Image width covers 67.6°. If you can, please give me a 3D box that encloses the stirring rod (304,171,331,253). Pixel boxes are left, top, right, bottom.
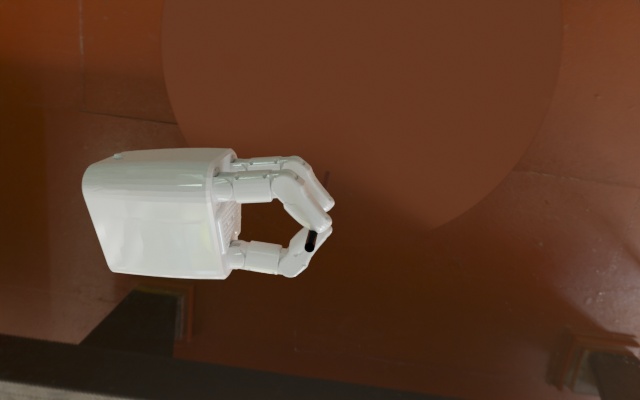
[{"bbox_3d":[0.000,0.002,0.473,0.011,0.011,0.239,0,16,4],"label":"stirring rod"}]
